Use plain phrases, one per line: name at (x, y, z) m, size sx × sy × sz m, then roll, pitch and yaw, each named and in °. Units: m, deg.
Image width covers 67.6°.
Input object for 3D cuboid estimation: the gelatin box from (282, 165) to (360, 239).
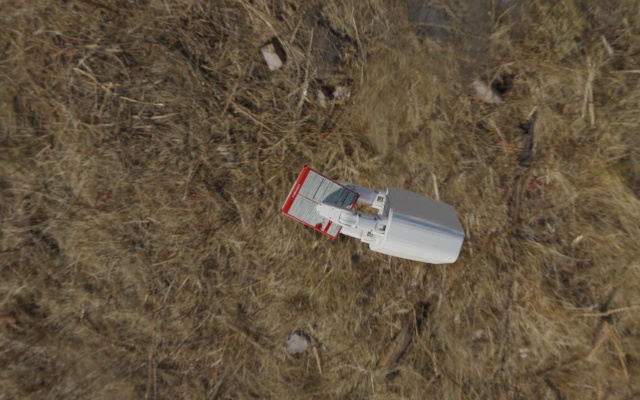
gelatin box at (0.000, 0.002, 0.677) m, size 0.089 × 0.073 × 0.030 m, roll 27°, pitch 7°, yaw -10°
